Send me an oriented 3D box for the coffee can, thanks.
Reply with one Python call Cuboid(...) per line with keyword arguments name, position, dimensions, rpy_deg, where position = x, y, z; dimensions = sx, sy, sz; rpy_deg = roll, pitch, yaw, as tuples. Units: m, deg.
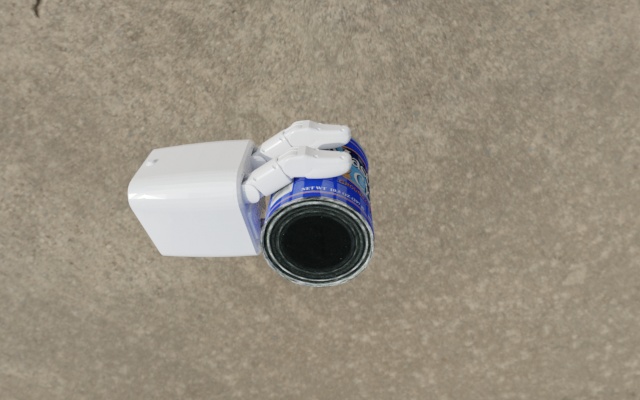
Cuboid(name="coffee can", position=(0.000, 0.002, 0.482), dimensions=(0.103, 0.103, 0.140), rpy_deg=(0, 34, 3))
